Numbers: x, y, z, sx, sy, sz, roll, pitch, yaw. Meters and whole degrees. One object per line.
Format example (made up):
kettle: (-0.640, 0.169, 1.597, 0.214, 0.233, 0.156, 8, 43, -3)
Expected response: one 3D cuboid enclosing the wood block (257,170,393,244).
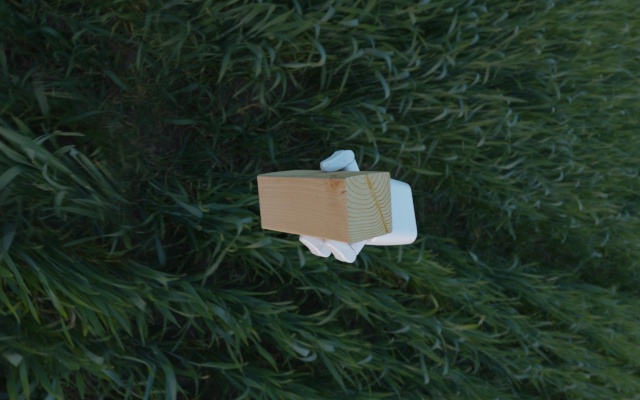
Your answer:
wood block: (0.000, 0.002, 0.725, 0.090, 0.091, 0.206, -10, 9, -40)
